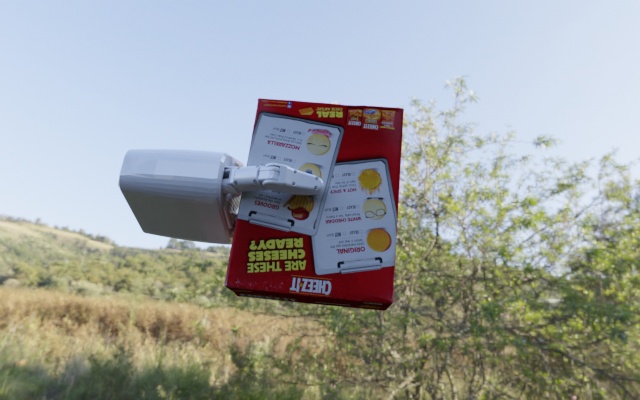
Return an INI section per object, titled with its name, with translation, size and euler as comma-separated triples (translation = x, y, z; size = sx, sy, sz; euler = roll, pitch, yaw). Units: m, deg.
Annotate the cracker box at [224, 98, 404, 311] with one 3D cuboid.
[cracker box]
translation = 0.000, 0.001, 0.516
size = 0.164, 0.213, 0.072
euler = 5, -20, 4
